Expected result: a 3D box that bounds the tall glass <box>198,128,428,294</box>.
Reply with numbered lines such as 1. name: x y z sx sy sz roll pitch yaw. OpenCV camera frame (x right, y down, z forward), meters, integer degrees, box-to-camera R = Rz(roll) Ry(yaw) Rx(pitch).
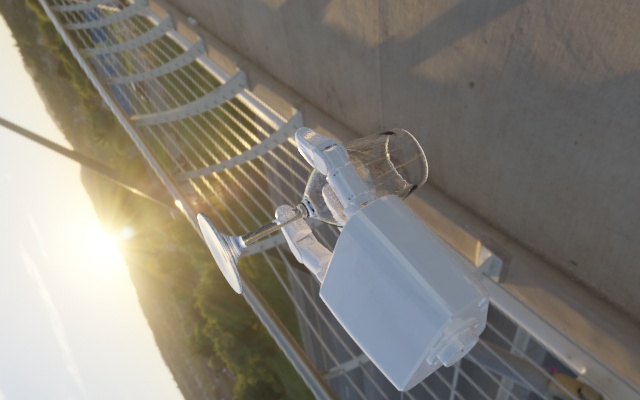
1. tall glass: -0.001 0.002 0.425 0.201 0.079 0.079 -28 11 -21
